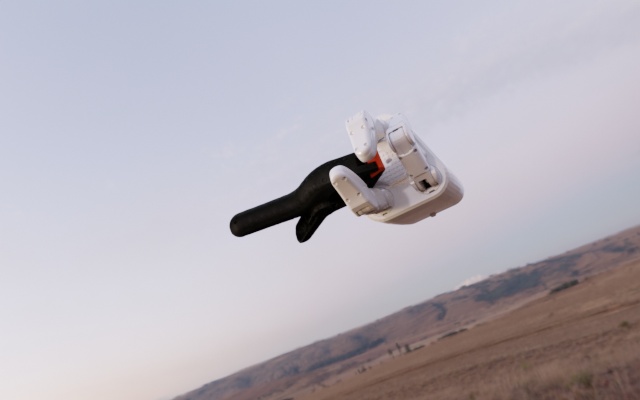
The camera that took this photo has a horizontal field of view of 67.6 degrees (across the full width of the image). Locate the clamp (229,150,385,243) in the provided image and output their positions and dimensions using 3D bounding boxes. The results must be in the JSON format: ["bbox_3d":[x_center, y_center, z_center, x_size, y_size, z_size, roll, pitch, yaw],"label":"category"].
[{"bbox_3d":[0.000,0.001,0.511,0.171,0.039,0.120,-27,-18,22],"label":"clamp"}]
